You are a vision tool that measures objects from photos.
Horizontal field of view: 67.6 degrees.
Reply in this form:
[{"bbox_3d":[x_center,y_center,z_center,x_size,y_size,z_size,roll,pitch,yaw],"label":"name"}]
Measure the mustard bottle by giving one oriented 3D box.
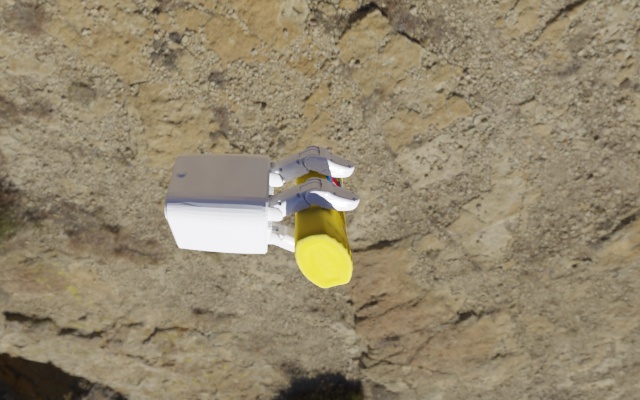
[{"bbox_3d":[0.000,0.002,0.575,0.058,0.191,0.096,-16,-46,12],"label":"mustard bottle"}]
